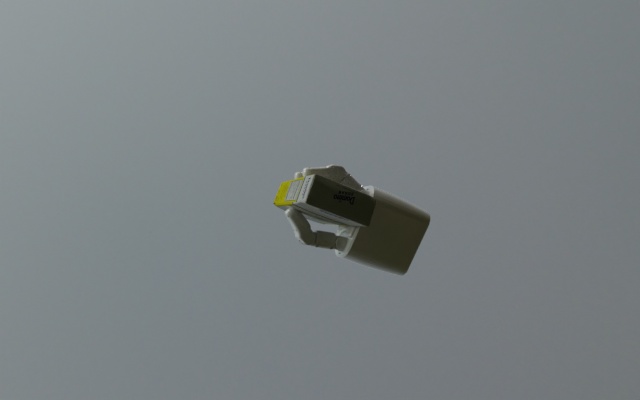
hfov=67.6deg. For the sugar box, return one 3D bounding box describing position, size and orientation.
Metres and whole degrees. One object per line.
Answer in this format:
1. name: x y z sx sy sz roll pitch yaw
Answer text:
1. sugar box: 0.000 0.002 0.676 0.093 0.048 0.176 21 -10 -17
